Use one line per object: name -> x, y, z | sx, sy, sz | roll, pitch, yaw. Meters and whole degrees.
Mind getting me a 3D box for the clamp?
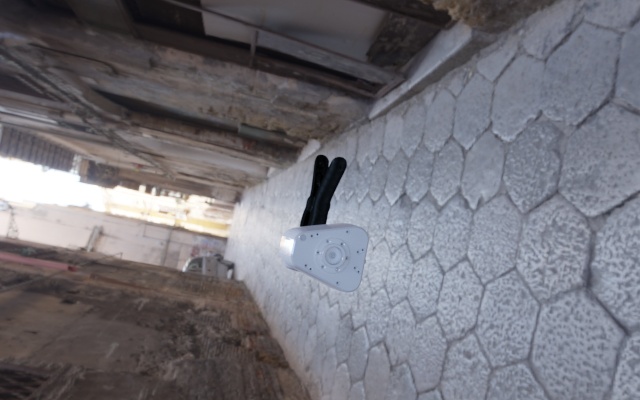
clamp -> -0.001, 0.003, 0.773 | 0.039, 0.171, 0.120 | 12, -5, -11
